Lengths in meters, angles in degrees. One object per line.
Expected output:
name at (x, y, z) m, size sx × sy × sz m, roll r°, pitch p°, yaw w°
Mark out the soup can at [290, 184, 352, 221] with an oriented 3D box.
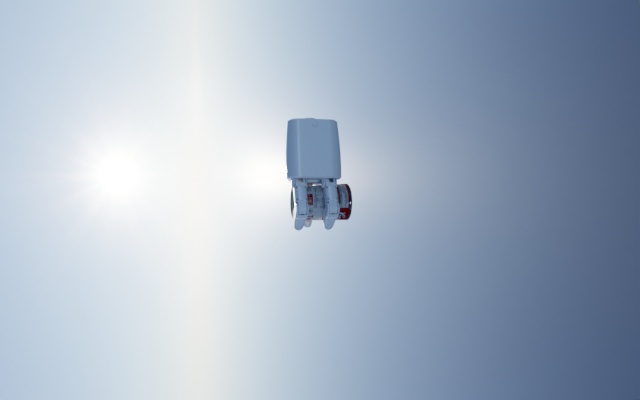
soup can at (0.000, 0.003, 0.877) m, size 0.102 × 0.068 × 0.068 m, roll -1°, pitch 0°, yaw -14°
